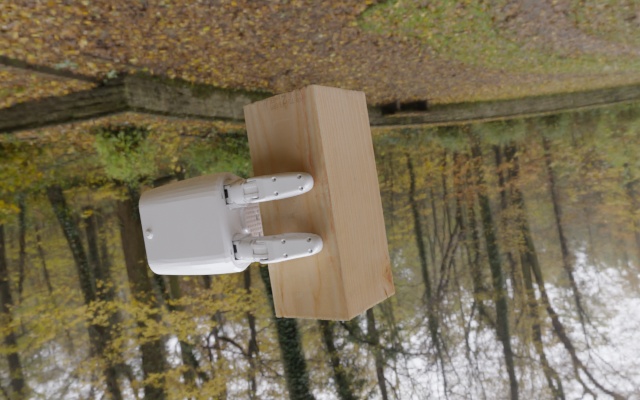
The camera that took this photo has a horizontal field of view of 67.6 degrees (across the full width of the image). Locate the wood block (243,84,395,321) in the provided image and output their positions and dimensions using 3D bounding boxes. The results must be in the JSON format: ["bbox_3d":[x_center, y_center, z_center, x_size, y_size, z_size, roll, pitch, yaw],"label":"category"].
[{"bbox_3d":[0.000,0.002,0.470,0.090,0.206,0.091,-8,2,36],"label":"wood block"}]
